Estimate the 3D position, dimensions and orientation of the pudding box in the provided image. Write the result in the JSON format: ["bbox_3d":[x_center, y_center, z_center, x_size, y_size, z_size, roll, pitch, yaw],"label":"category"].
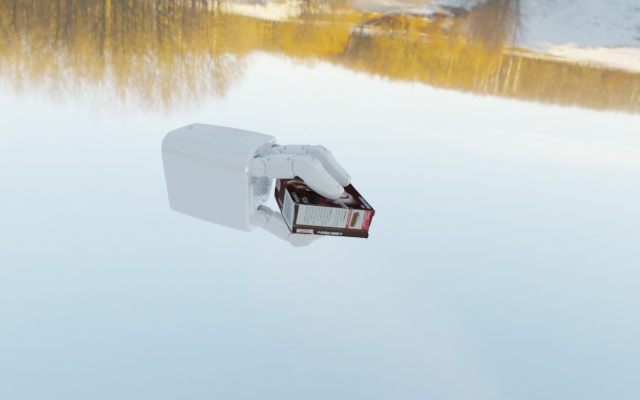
[{"bbox_3d":[0.000,0.002,0.542,0.090,0.039,0.113,4,22,-17],"label":"pudding box"}]
